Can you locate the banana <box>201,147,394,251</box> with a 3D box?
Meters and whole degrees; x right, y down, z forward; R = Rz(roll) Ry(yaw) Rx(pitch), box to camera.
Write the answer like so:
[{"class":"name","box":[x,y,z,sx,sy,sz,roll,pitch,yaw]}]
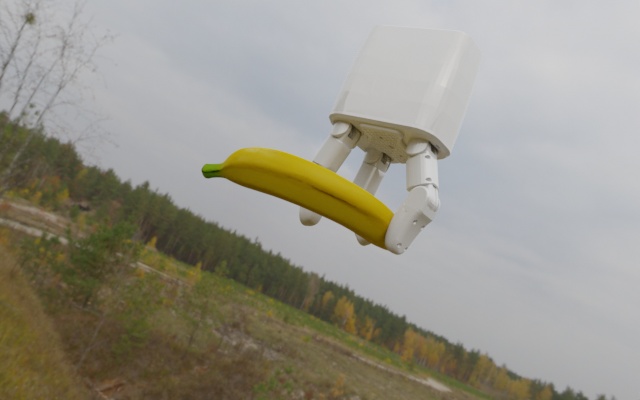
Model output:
[{"class":"banana","box":[0.004,-0.001,0.397,0.198,0.037,0.069,24,-13,-19]}]
